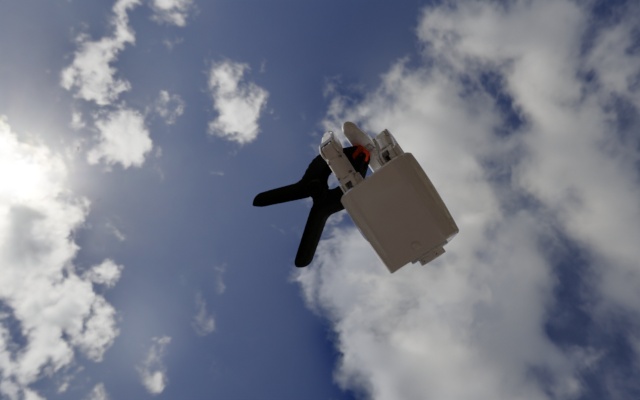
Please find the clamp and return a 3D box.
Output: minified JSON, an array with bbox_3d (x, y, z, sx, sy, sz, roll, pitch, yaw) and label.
[{"bbox_3d":[0.000,0.002,0.613,0.171,0.120,0.039,-36,-15,18],"label":"clamp"}]
